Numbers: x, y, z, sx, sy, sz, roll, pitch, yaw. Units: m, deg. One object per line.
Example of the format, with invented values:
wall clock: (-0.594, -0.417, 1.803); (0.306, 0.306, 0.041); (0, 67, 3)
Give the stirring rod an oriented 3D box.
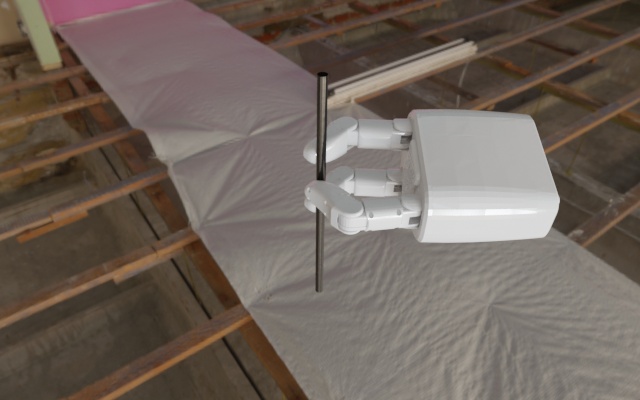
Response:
stirring rod: (0.000, 0.001, 0.419); (0.011, 0.240, 0.011); (1, 41, 0)
